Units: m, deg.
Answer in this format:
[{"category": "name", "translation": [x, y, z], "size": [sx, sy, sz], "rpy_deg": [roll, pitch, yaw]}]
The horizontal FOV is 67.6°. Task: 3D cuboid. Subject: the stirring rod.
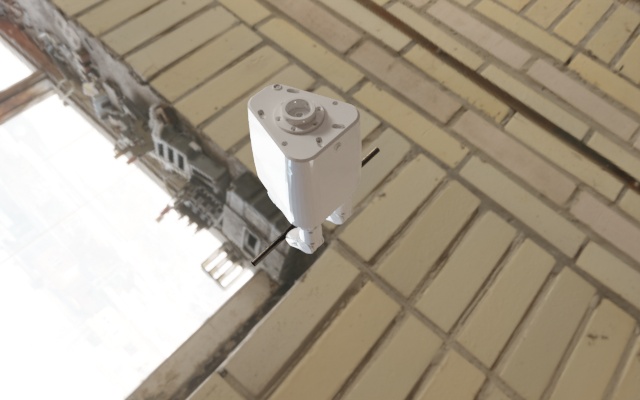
[{"category": "stirring rod", "translation": [0.000, 0.002, 0.618], "size": [0.239, 0.011, 0.011], "rpy_deg": [-43, 21, -25]}]
